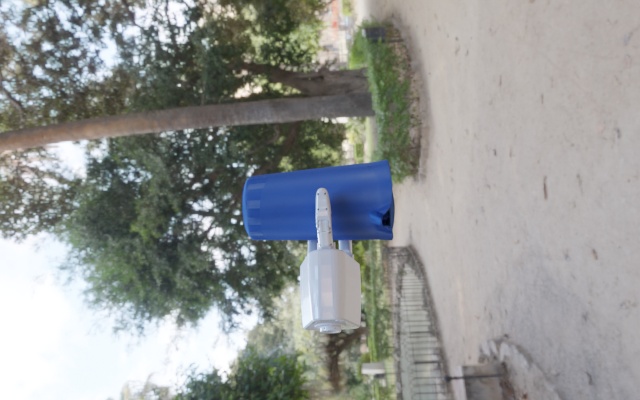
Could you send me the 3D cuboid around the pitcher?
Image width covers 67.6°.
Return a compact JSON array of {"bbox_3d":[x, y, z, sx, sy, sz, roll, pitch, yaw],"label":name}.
[{"bbox_3d":[0.000,0.003,0.802,0.243,0.145,0.149,-3,-21,3],"label":"pitcher"}]
